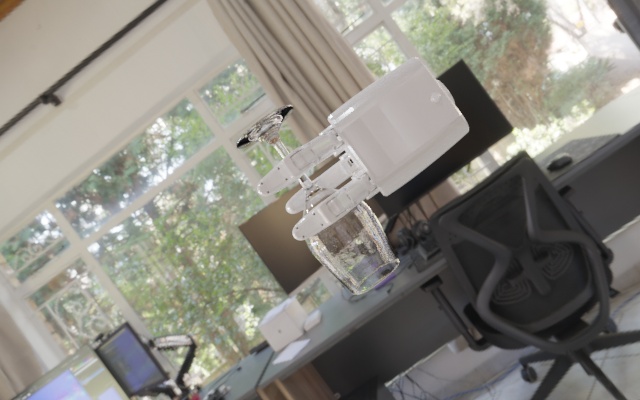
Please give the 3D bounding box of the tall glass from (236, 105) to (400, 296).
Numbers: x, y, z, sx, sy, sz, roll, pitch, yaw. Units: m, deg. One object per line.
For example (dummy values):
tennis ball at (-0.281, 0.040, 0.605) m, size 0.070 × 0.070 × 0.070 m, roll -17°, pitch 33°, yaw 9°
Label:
tall glass at (0.000, 0.001, 0.504) m, size 0.079 × 0.201 × 0.079 m, roll -36°, pitch -1°, yaw 0°
